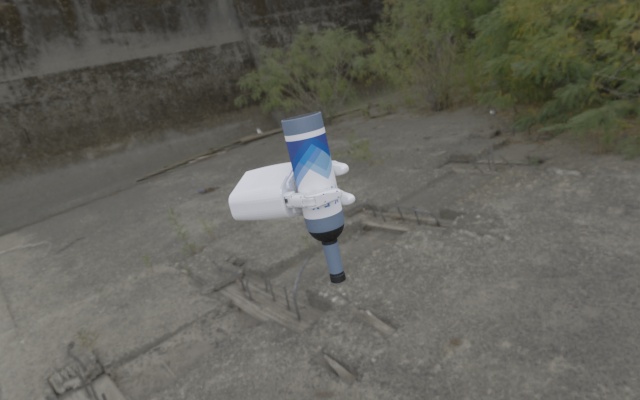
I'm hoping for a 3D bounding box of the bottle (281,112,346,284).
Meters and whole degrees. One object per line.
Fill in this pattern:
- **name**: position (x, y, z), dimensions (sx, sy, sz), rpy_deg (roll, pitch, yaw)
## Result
- **bottle**: position (0.000, 0.002, 0.809), dimensions (0.069, 0.296, 0.069), rpy_deg (-12, 15, 3)
